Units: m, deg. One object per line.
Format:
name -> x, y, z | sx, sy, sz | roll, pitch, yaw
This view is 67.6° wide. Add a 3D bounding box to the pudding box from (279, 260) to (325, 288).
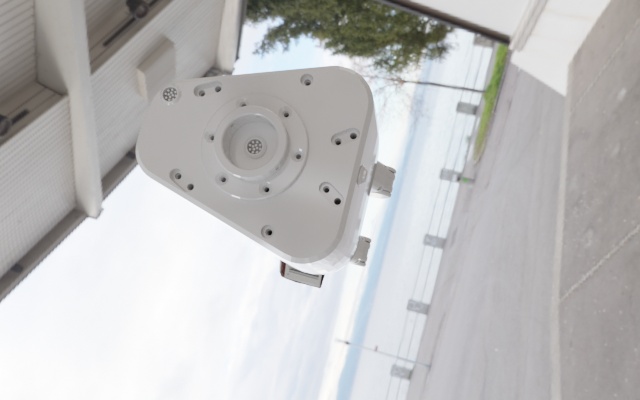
pudding box -> 0.000, 0.001, 0.401 | 0.039, 0.113, 0.090 | 14, 21, 6
